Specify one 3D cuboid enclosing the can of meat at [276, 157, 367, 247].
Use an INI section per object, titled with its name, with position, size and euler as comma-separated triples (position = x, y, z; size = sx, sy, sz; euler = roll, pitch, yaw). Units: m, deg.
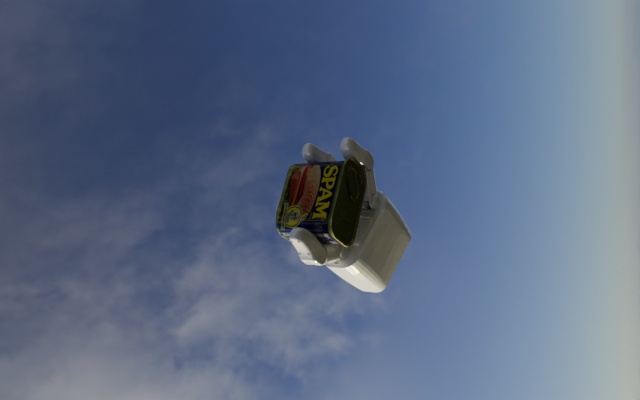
[can of meat]
position = 0.000, 0.002, 0.573
size = 0.084, 0.102, 0.057
euler = -1, -26, 33
